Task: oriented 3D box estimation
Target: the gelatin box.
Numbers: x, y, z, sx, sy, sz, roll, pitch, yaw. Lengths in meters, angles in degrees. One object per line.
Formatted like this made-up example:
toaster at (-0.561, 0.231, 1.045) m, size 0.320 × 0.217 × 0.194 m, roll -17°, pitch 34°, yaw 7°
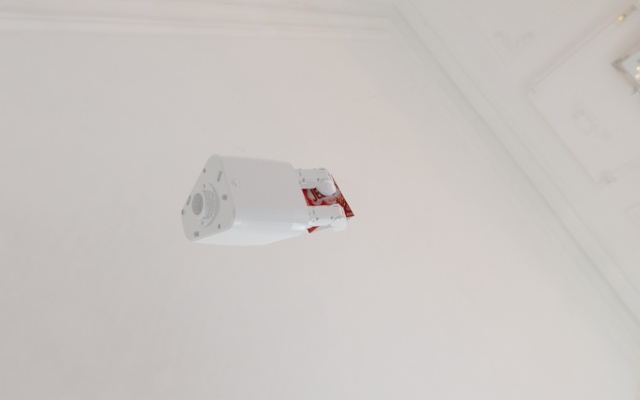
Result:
gelatin box at (0.000, 0.002, 0.671) m, size 0.030 × 0.073 × 0.089 m, roll -38°, pitch -16°, yaw 32°
